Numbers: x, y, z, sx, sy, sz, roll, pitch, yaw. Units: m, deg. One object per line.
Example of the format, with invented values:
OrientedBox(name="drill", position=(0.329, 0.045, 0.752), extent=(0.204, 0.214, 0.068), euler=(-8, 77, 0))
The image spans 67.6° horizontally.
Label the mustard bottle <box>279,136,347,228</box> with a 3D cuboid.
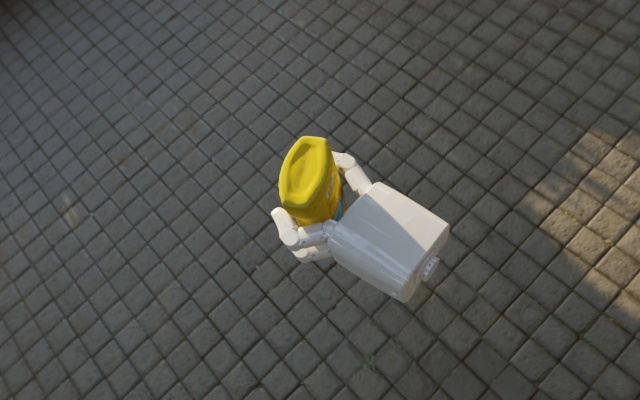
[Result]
OrientedBox(name="mustard bottle", position=(0.000, 0.002, 0.633), extent=(0.058, 0.096, 0.192), euler=(7, -22, 16))
